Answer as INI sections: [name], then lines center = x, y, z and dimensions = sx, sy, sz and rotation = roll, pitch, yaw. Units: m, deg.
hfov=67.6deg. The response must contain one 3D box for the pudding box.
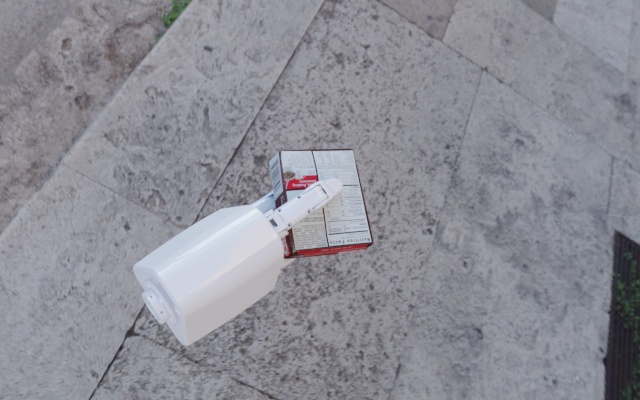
[pudding box]
center = 0.000, 0.002, 0.505
dimensions = 0.090, 0.113, 0.039
rotation = -3, -16, -23
